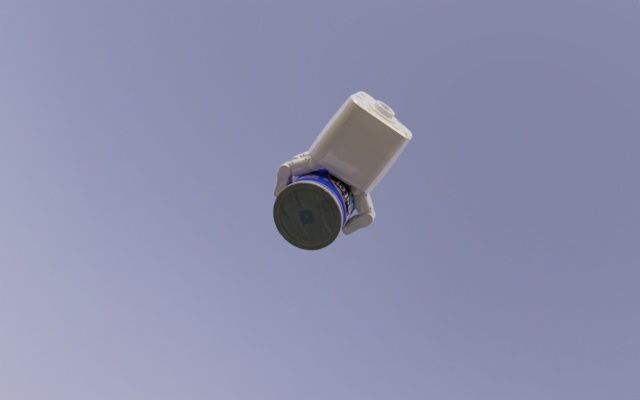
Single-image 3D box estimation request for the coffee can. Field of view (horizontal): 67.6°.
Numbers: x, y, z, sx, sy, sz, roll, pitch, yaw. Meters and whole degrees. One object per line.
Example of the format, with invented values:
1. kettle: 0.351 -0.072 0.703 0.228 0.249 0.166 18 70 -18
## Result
1. coffee can: 0.000 0.003 0.735 0.103 0.103 0.140 0 18 17
